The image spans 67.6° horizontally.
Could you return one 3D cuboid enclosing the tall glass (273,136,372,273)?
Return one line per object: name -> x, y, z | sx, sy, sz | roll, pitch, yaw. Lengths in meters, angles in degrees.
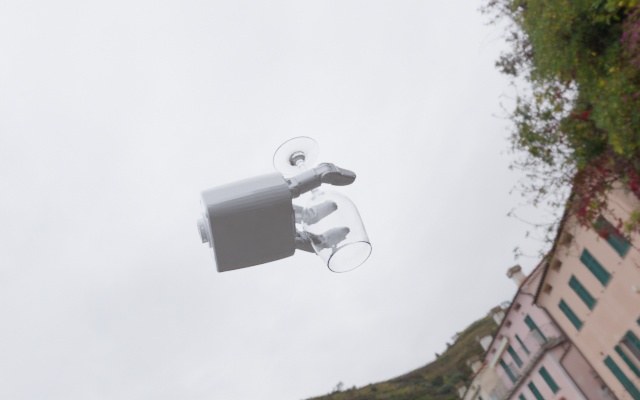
tall glass -> 0.000, 0.002, 0.657 | 0.079, 0.079, 0.201 | 0, 44, -32
